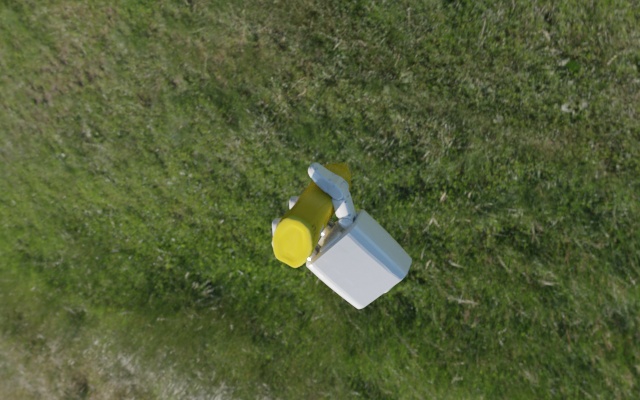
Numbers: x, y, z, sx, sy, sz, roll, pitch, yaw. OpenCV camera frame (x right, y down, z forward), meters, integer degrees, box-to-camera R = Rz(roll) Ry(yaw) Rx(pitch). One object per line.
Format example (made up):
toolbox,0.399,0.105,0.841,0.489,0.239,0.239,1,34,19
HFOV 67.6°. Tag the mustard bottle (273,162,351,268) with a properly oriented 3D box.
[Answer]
mustard bottle,0.000,0.002,0.690,0.058,0.096,0.191,26,44,9
